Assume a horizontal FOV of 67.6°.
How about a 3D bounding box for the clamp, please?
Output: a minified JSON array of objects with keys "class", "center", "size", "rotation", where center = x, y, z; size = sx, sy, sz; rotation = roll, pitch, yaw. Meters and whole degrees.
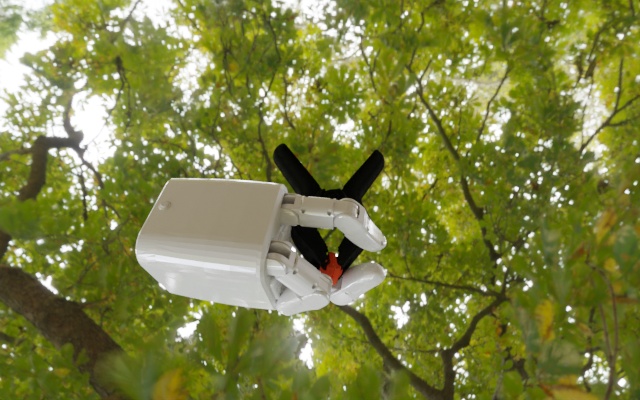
[{"class":"clamp","center":[0.000,0.002,0.476],"size":[0.120,0.039,0.171],"rotation":[6,45,6]}]
